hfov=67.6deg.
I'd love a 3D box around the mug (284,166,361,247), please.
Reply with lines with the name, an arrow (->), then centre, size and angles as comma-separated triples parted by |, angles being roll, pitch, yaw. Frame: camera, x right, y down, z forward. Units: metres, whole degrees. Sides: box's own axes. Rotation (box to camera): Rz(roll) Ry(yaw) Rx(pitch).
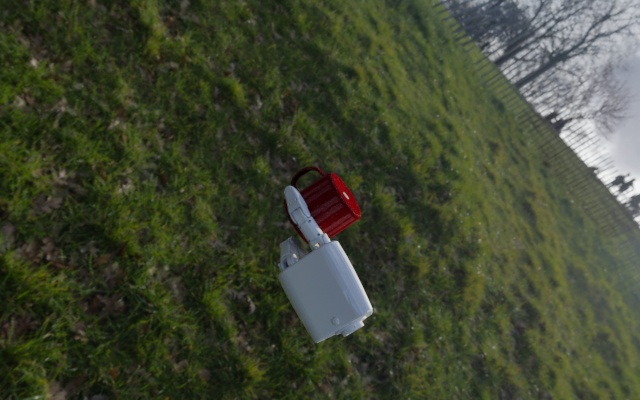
mug -> 0.000, 0.001, 0.710 | 0.081, 0.117, 0.093 | -34, -18, 14
